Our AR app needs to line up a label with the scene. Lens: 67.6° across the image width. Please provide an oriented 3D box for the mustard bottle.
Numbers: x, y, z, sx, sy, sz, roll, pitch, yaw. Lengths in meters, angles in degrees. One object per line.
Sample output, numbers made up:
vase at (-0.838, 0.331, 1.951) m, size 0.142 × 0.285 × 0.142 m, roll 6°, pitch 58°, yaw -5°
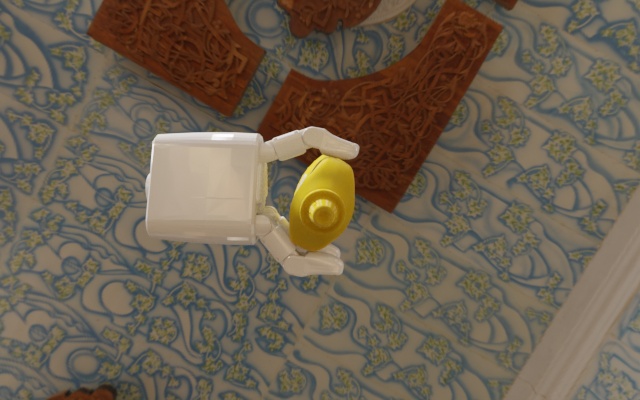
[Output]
mustard bottle at (0.000, 0.002, 0.496) m, size 0.058 × 0.096 × 0.191 m, roll 26°, pitch 6°, yaw -3°
